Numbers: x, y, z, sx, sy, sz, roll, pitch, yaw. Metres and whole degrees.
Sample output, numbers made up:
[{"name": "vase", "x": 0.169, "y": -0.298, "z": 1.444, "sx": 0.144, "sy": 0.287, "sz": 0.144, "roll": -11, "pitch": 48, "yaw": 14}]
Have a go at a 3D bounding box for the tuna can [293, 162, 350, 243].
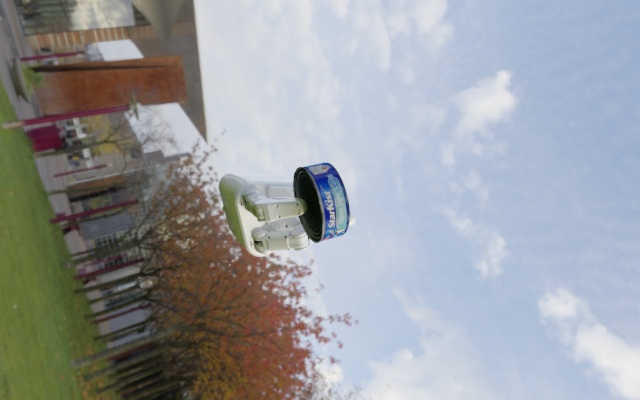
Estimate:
[{"name": "tuna can", "x": 0.001, "y": 0.002, "z": 0.528, "sx": 0.034, "sy": 0.086, "sz": 0.086, "roll": -14, "pitch": 5, "yaw": -19}]
